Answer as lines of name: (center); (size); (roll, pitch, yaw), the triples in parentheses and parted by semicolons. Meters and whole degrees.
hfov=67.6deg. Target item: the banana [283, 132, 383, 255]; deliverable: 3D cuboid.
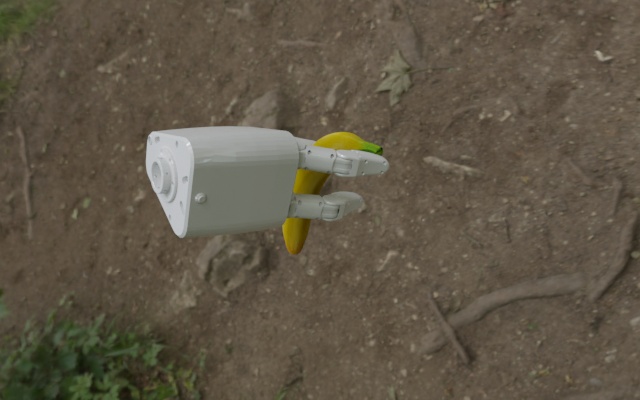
banana: (-0.007, -0.015, 0.555); (0.037, 0.069, 0.198); (-6, -34, -39)
